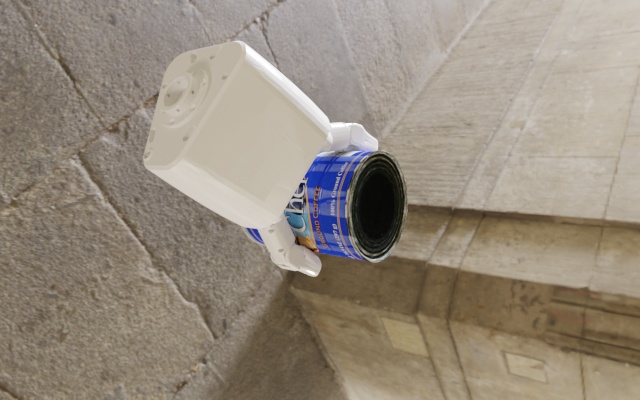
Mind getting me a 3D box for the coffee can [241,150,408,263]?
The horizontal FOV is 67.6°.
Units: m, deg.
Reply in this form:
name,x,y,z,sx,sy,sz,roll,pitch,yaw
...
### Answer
name,x,y,z,sx,sy,sz,roll,pitch,yaw
coffee can,0.000,0.002,0.476,0.140,0.103,0.103,4,3,38
